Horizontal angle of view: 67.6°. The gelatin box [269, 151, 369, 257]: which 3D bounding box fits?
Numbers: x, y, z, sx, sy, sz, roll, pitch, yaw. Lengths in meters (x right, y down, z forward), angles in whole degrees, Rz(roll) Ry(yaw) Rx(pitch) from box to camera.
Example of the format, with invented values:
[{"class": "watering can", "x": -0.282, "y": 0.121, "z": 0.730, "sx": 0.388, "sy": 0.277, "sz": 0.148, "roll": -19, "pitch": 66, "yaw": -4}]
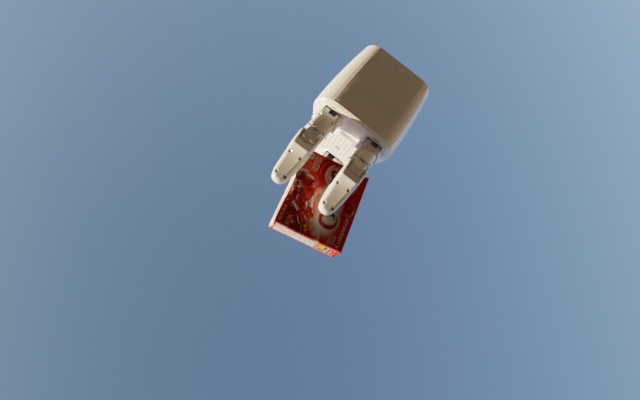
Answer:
[{"class": "gelatin box", "x": 0.000, "y": 0.002, "z": 0.482, "sx": 0.073, "sy": 0.089, "sz": 0.030, "roll": 27, "pitch": -22, "yaw": -8}]
